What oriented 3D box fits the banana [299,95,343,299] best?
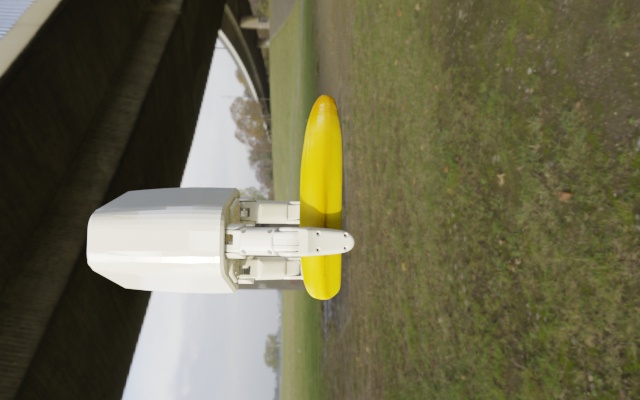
[{"bbox_3d":[0.000,0.011,0.417,0.037,0.198,0.069,0,21,0],"label":"banana"}]
